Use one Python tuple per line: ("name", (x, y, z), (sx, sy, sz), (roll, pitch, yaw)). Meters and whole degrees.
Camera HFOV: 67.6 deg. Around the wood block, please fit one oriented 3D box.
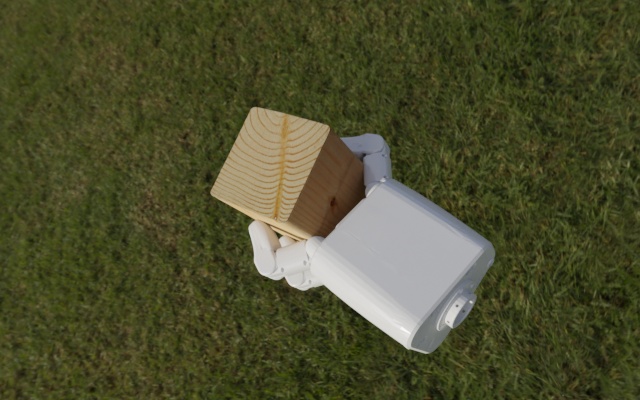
("wood block", (0.000, 0.001, 0.485), (0.090, 0.091, 0.206), (19, -10, 32))
